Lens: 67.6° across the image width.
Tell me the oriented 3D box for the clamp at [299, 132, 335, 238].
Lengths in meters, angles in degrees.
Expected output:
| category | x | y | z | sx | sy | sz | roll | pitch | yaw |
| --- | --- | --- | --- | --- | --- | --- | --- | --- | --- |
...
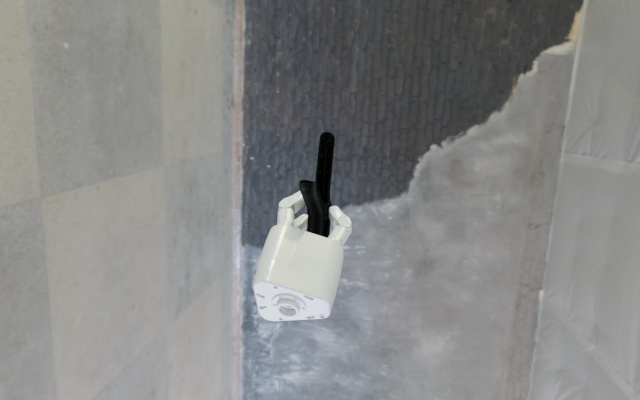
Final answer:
| category | x | y | z | sx | sy | sz | roll | pitch | yaw |
| --- | --- | --- | --- | --- | --- | --- | --- | --- | --- |
| clamp | 0.001 | 0.003 | 0.788 | 0.036 | 0.210 | 0.164 | 7 | 42 | 11 |
